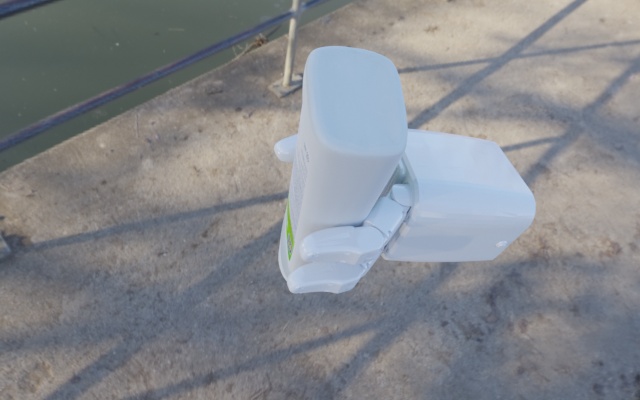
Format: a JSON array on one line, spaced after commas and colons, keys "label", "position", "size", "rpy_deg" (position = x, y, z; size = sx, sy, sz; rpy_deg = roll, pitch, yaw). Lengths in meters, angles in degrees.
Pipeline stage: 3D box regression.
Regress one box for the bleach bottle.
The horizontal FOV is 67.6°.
[{"label": "bleach bottle", "position": [0.000, 0.001, 0.409], "size": [0.068, 0.102, 0.251], "rpy_deg": [5, -34, -11]}]
